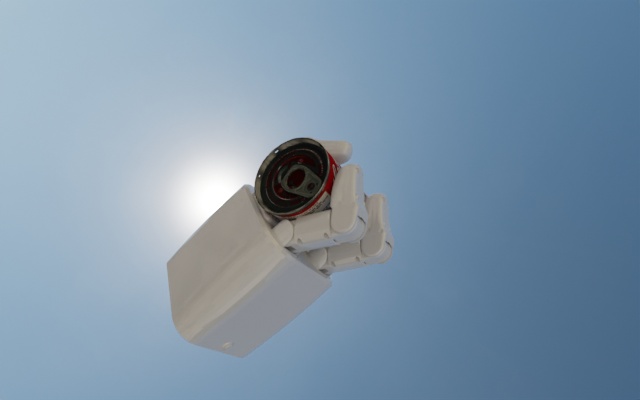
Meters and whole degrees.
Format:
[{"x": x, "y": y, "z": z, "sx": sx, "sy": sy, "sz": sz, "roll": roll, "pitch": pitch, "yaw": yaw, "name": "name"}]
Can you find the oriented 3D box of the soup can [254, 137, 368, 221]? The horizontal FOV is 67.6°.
[{"x": 0.001, "y": 0.001, "z": 0.411, "sx": 0.068, "sy": 0.068, "sz": 0.102, "roll": 0, "pitch": -25, "yaw": 31, "name": "soup can"}]
